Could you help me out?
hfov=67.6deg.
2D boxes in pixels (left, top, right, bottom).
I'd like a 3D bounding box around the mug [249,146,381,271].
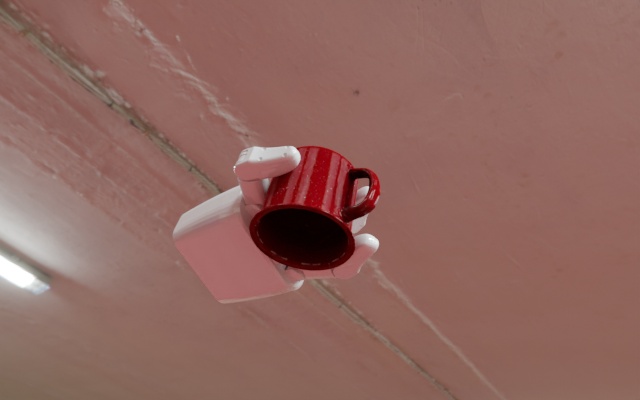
[{"bbox_3d":[0.001,0.001,0.430,0.117,0.081,0.093,-19,-50,31],"label":"mug"}]
